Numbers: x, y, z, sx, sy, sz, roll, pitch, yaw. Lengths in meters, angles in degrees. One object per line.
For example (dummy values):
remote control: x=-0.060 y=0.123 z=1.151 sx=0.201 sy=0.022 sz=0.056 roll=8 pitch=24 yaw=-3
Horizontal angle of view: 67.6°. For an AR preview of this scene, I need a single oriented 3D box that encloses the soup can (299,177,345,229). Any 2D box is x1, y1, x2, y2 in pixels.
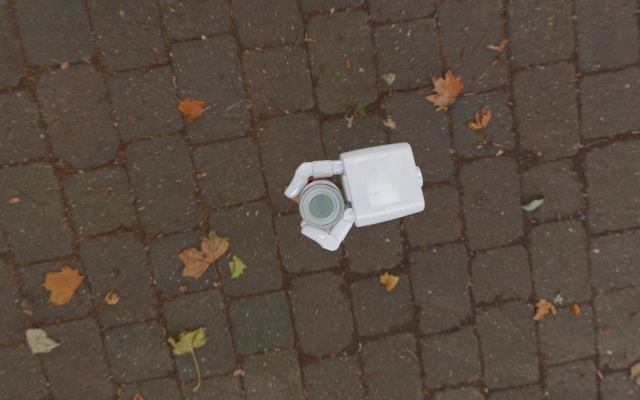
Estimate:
soup can: x=0.000 y=0.002 z=0.730 sx=0.068 sy=0.068 sz=0.102 roll=0 pitch=8 yaw=-2
